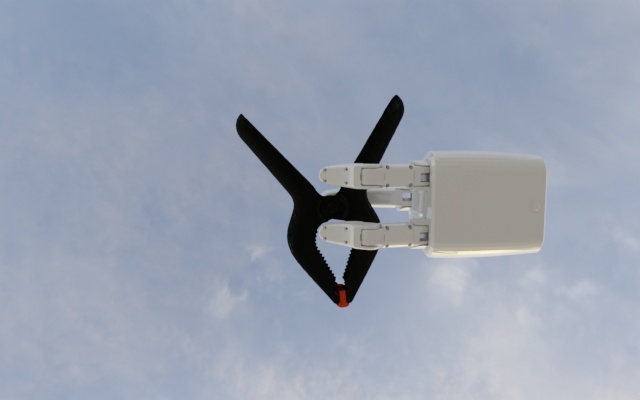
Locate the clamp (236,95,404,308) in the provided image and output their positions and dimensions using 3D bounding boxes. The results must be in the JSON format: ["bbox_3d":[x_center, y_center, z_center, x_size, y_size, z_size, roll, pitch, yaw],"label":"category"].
[{"bbox_3d":[0.000,0.002,0.477,0.164,0.210,0.036,0,6,0],"label":"clamp"}]
